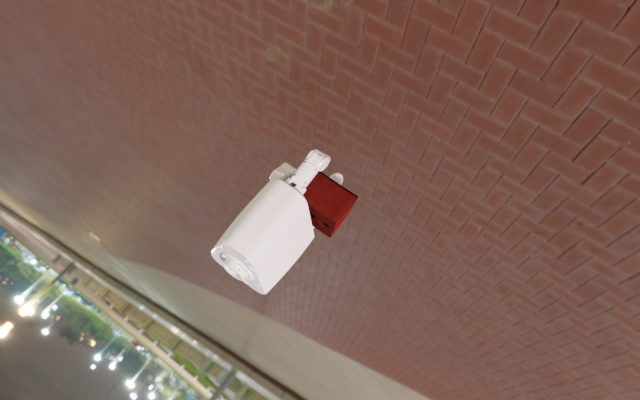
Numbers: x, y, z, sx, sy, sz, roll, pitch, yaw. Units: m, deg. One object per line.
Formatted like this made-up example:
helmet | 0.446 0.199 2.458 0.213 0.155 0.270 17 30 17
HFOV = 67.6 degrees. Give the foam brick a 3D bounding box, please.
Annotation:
foam brick | 0.000 0.002 0.637 0.078 0.051 0.053 34 -27 9
